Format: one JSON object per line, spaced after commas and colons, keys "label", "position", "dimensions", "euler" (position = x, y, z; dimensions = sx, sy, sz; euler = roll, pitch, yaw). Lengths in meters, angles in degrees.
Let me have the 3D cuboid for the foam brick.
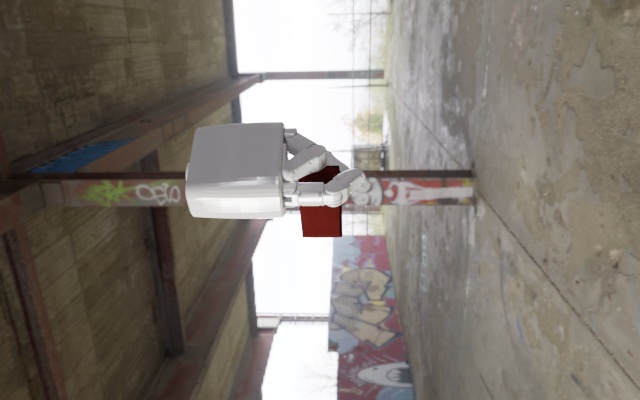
{"label": "foam brick", "position": [0.000, 0.002, 0.594], "dimensions": [0.051, 0.078, 0.053], "euler": [-3, 40, 0]}
